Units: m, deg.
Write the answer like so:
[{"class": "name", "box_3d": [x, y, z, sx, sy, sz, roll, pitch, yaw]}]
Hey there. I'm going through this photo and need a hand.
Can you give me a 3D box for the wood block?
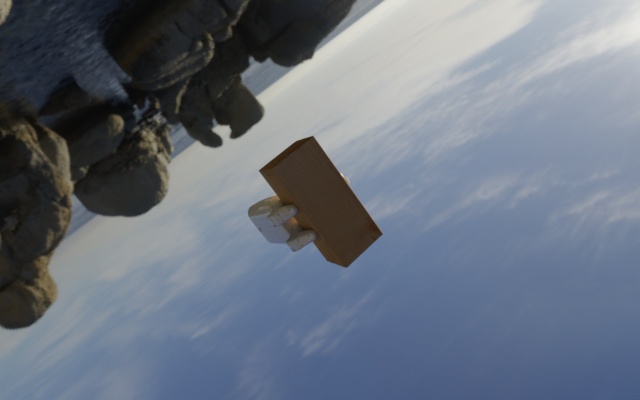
[{"class": "wood block", "box_3d": [0.000, 0.003, 0.814, 0.091, 0.206, 0.090, -41, 15, -17]}]
